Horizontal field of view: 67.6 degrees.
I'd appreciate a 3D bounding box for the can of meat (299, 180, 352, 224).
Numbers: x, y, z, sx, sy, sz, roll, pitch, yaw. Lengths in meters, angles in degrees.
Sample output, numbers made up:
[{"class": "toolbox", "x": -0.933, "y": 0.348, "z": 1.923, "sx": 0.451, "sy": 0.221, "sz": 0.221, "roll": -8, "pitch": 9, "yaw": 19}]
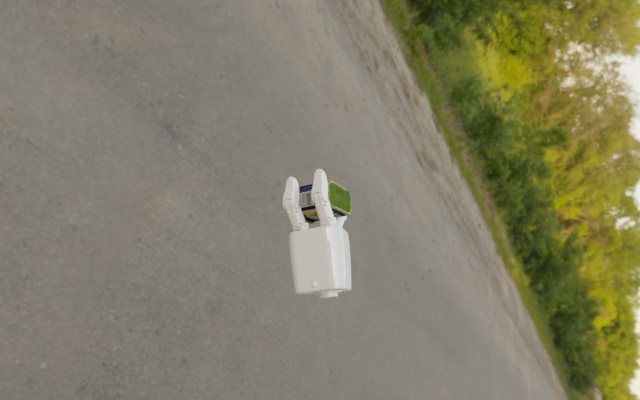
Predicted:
[{"class": "can of meat", "x": 0.000, "y": 0.003, "z": 0.869, "sx": 0.084, "sy": 0.057, "sz": 0.102, "roll": -11, "pitch": -18, "yaw": 26}]
